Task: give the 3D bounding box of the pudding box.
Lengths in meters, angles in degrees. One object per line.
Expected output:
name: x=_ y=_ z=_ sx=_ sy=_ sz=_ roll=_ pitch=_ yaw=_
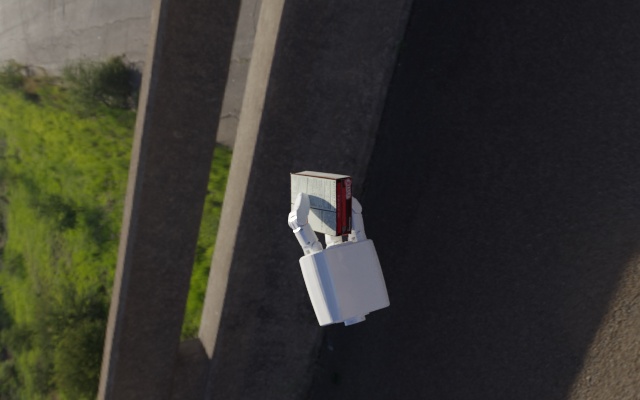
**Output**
pudding box: x=0.000 y=0.003 z=0.750 sx=0.039 sy=0.090 sz=0.113 roll=-9 pitch=13 yaw=-43
